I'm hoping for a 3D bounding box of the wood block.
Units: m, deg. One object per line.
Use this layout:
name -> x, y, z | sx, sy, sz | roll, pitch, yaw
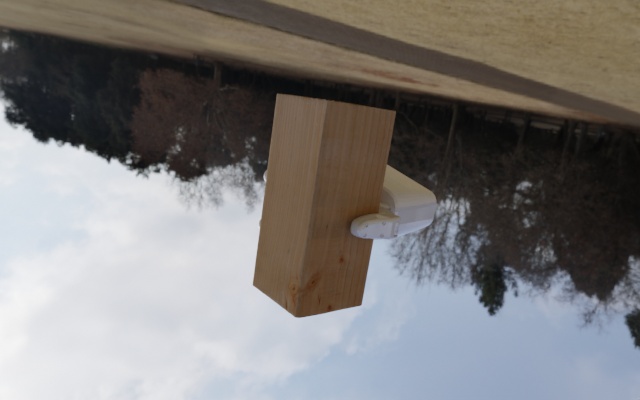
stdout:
wood block -> 0.001, 0.002, 0.493 | 0.090, 0.206, 0.091 | 0, 14, -39
